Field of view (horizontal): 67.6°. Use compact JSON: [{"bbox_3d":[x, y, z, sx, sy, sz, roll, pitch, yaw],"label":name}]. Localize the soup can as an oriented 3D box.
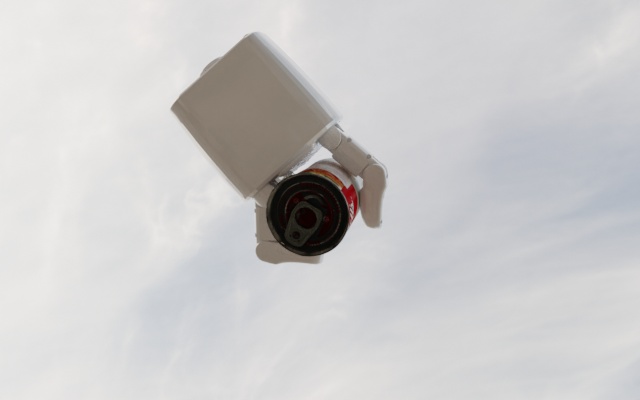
[{"bbox_3d":[0.001,0.002,0.421,0.068,0.068,0.102,0,12,13],"label":"soup can"}]
